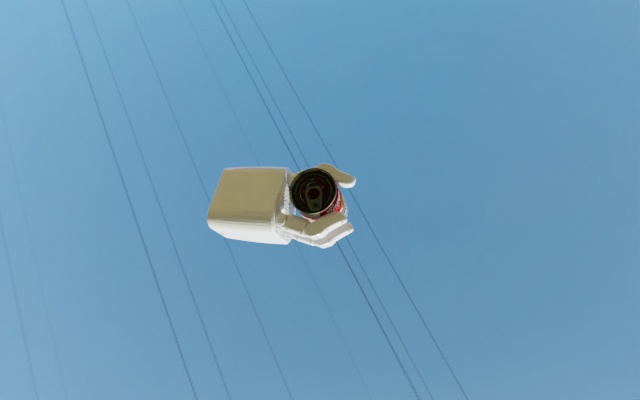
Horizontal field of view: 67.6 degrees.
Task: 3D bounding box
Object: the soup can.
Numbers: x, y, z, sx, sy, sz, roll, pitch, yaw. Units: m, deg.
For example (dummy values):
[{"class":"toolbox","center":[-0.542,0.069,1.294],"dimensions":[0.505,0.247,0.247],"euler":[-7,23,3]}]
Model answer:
[{"class":"soup can","center":[0.001,0.002,0.706],"dimensions":[0.068,0.068,0.102],"euler":[0,-18,14]}]
